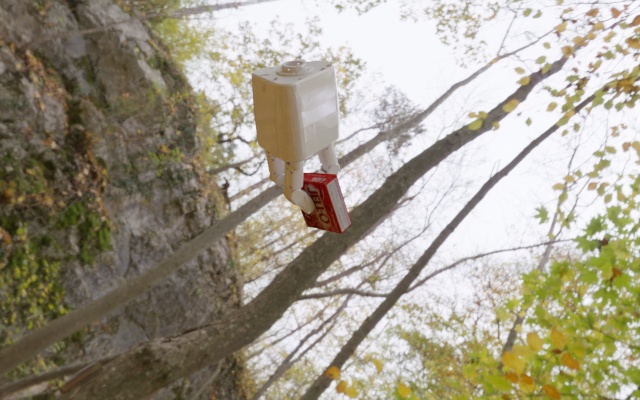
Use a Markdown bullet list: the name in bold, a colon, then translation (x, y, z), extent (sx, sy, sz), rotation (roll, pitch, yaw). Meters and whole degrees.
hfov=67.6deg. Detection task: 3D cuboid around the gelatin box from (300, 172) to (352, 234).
- **gelatin box**: translation (0.000, 0.002, 0.712), extent (0.073, 0.089, 0.030), rotation (8, 38, 42)
